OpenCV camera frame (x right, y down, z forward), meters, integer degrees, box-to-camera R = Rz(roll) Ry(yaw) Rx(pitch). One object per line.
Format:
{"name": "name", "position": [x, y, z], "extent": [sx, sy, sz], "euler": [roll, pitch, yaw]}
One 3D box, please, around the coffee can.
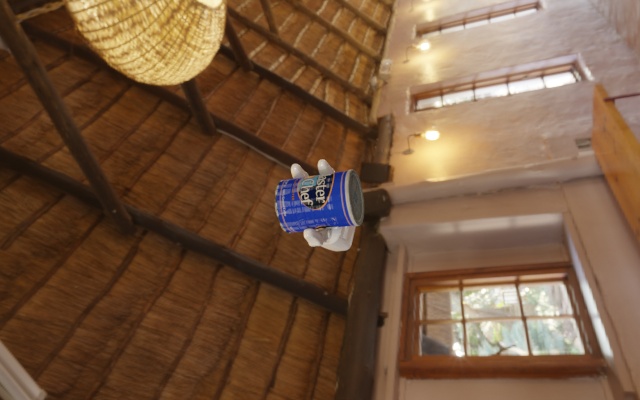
{"name": "coffee can", "position": [0.000, 0.003, 0.884], "extent": [0.140, 0.103, 0.103], "euler": [-7, -2, 19]}
